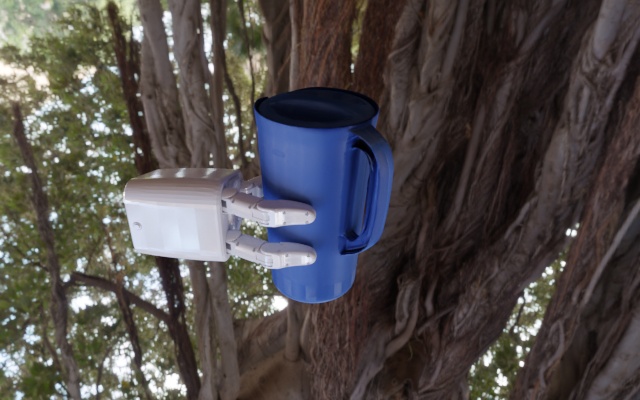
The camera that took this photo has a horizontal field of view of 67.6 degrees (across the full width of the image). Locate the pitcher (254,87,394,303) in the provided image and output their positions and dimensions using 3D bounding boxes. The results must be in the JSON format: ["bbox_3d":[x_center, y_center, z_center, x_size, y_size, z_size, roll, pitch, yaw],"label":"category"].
[{"bbox_3d":[0.000,0.002,0.555,0.145,0.243,0.149,2,30,2],"label":"pitcher"}]
